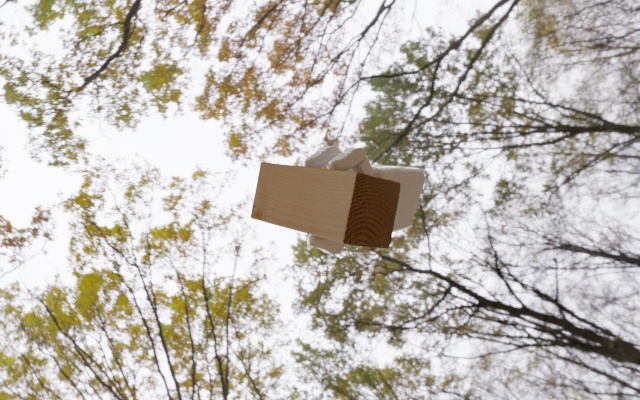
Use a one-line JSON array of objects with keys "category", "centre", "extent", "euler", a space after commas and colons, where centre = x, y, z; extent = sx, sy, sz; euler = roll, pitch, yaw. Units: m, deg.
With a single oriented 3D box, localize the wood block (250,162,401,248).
[{"category": "wood block", "centre": [0.000, 0.003, 0.679], "extent": [0.090, 0.091, 0.206], "euler": [10, 0, -42]}]
